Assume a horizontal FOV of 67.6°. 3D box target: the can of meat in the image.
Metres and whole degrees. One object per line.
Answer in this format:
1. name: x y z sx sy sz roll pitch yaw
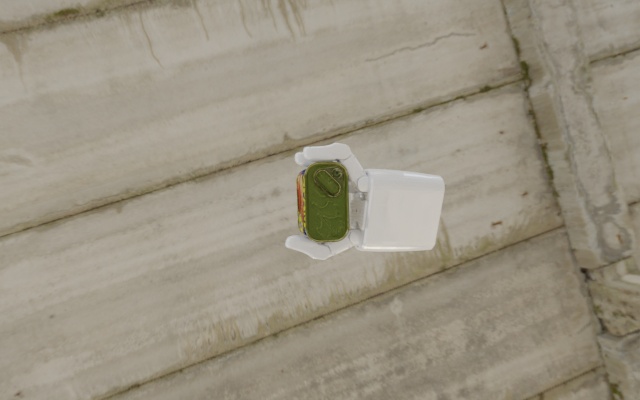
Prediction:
1. can of meat: 0.000 0.002 0.641 0.057 0.102 0.084 -1 0 -12
